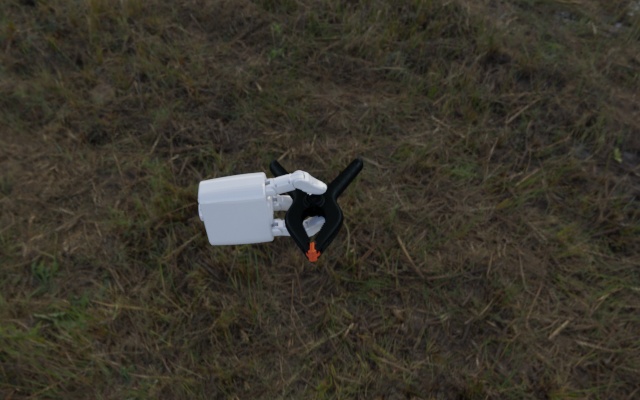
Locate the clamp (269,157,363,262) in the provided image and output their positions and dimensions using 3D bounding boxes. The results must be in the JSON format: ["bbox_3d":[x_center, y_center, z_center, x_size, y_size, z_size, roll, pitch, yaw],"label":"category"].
[{"bbox_3d":[0.000,0.003,0.785,0.164,0.209,0.036,-7,-39,0],"label":"clamp"}]
